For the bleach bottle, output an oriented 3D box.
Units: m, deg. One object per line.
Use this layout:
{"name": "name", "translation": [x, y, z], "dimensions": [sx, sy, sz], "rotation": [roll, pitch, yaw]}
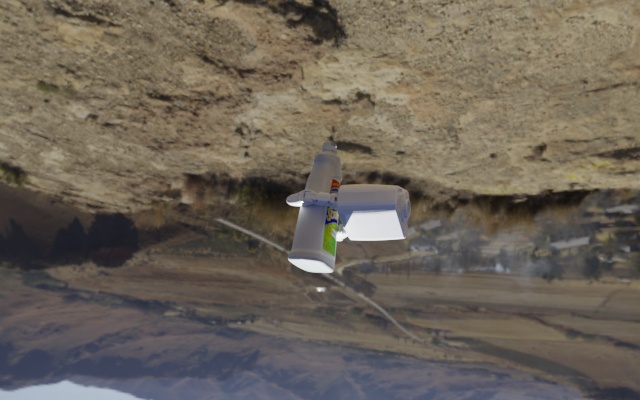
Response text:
{"name": "bleach bottle", "translation": [0.000, 0.003, 0.900], "dimensions": [0.068, 0.250, 0.103], "rotation": [-1, -22, 22]}
